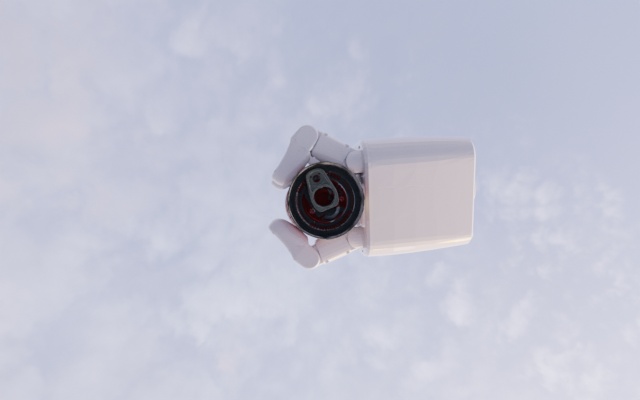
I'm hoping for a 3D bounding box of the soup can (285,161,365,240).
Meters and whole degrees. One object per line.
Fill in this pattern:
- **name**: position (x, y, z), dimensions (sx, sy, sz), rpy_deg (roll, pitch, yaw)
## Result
- **soup can**: position (0.000, 0.002, 0.461), dimensions (0.068, 0.068, 0.102), rpy_deg (0, -2, -6)
